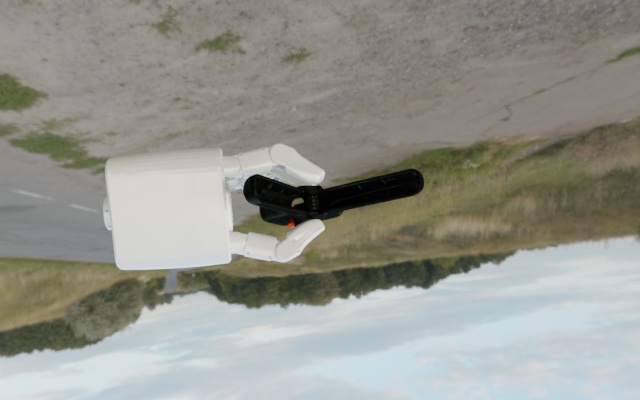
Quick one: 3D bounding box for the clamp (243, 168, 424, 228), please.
[{"bbox_3d":[0.000,0.003,0.497,0.164,0.036,0.210,-3,-9,-11],"label":"clamp"}]
